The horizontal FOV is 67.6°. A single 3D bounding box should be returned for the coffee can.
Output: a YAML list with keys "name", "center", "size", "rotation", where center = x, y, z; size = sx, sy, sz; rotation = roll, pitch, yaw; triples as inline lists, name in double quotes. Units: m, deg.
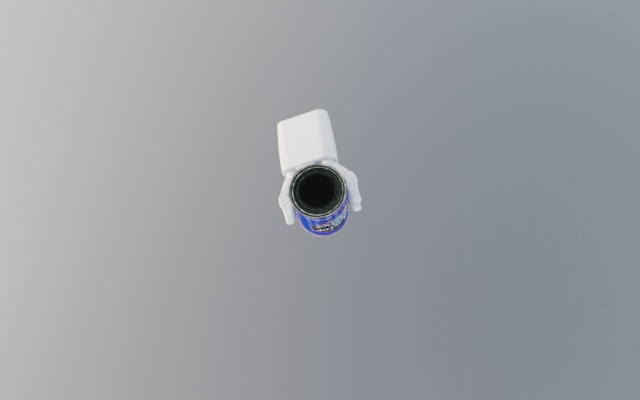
- name: "coffee can"
  center: [0.000, 0.003, 0.899]
  size: [0.103, 0.102, 0.140]
  rotation: [0, -17, 5]
